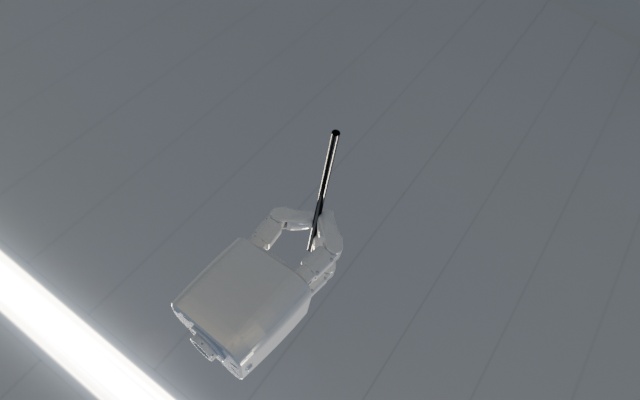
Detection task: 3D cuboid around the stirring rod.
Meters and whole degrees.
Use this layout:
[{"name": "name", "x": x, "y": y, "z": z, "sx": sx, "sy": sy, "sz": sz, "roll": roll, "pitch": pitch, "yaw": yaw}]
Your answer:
[{"name": "stirring rod", "x": 0.000, "y": 0.002, "z": 0.531, "sx": 0.011, "sy": 0.011, "sz": 0.240, "roll": 0, "pitch": -31, "yaw": -8}]
